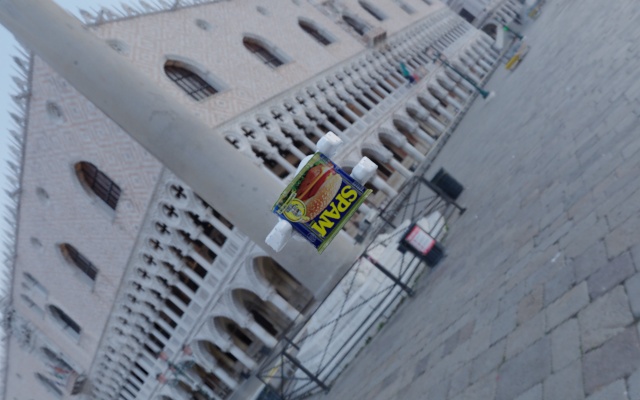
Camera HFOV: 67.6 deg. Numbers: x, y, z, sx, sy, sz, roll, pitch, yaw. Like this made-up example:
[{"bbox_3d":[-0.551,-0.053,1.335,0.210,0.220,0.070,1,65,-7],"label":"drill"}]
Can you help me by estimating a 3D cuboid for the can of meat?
[{"bbox_3d":[0.000,0.002,0.597,0.084,0.102,0.057,40,-6,5],"label":"can of meat"}]
